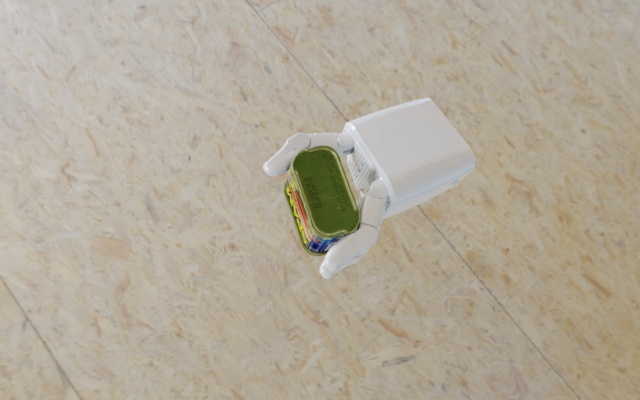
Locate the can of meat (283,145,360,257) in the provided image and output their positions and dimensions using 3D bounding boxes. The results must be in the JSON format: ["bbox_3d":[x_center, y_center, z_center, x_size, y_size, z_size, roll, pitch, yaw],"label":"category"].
[{"bbox_3d":[0.000,0.002,0.511,0.057,0.102,0.084,-17,-14,-13],"label":"can of meat"}]
